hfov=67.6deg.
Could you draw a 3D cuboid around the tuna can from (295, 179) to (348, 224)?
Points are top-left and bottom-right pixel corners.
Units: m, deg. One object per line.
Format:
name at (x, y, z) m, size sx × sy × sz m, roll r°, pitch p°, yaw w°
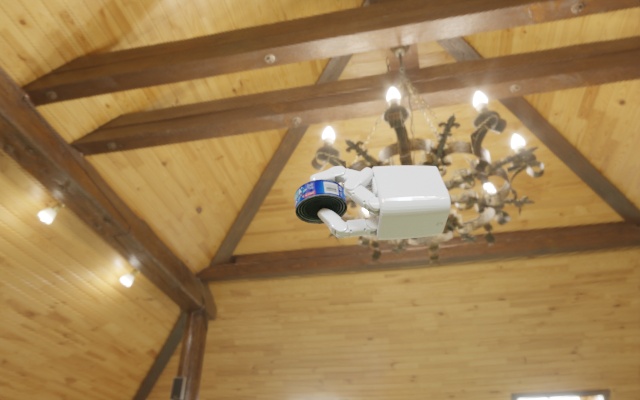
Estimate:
tuna can at (0.000, 0.002, 0.789) m, size 0.086 × 0.033 × 0.086 m, roll -5°, pitch -34°, yaw -3°
